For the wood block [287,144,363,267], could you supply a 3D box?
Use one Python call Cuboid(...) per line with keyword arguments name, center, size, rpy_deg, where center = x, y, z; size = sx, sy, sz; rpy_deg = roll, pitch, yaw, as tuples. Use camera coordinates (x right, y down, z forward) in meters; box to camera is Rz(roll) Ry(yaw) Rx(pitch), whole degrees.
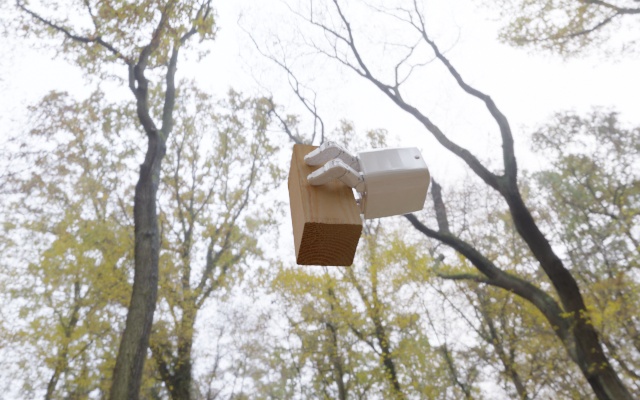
Cuboid(name="wood block", center=(0.000, 0.003, 0.785), size=(0.090, 0.091, 0.206), rpy_deg=(3, 38, -11))
